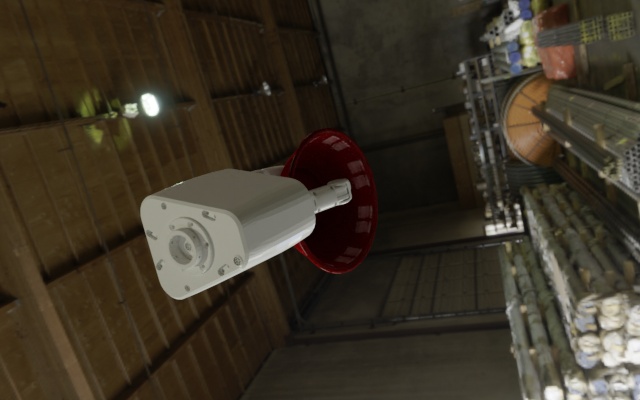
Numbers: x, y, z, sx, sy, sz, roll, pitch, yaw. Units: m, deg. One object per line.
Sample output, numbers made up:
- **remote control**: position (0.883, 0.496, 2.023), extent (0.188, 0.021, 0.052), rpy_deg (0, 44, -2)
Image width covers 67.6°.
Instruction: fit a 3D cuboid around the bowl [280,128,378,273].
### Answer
- **bowl**: position (0.001, 0.002, 0.548), extent (0.055, 0.162, 0.162), rpy_deg (-7, -4, 40)
